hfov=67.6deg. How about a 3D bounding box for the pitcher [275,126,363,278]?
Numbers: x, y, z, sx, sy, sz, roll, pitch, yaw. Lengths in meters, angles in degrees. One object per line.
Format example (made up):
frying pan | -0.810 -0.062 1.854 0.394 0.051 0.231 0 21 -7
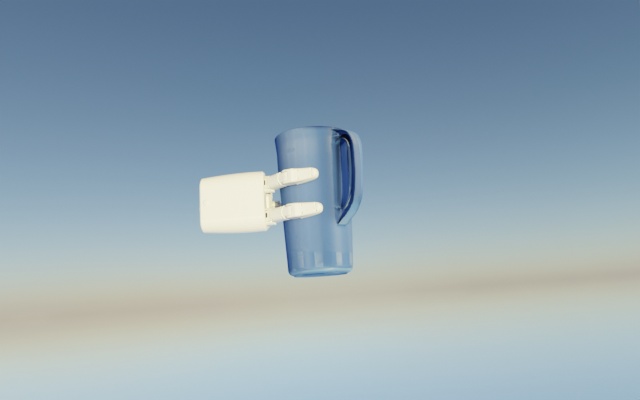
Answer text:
pitcher | 0.000 0.003 0.800 0.145 0.242 0.149 -4 -11 1
